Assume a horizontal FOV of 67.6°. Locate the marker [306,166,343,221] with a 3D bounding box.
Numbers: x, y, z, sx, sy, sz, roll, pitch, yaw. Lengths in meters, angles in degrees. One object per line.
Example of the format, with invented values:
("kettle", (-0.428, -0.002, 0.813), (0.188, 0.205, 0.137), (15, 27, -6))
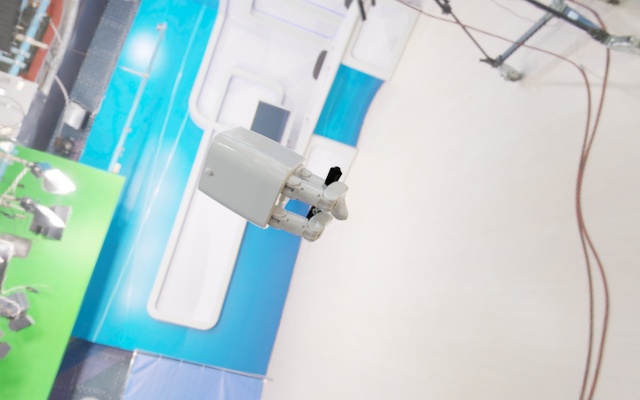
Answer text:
("marker", (0.000, 0.002, 0.656), (0.020, 0.121, 0.020), (18, 35, -13))
